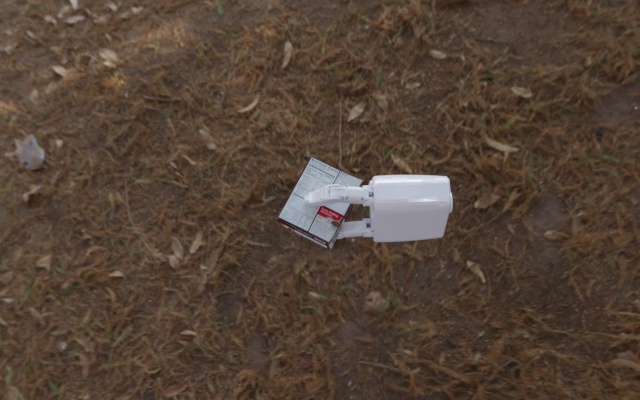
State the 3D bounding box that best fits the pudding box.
[{"bbox_3d":[0.000,0.002,0.709,0.090,0.113,0.039,26,-15,10],"label":"pudding box"}]
